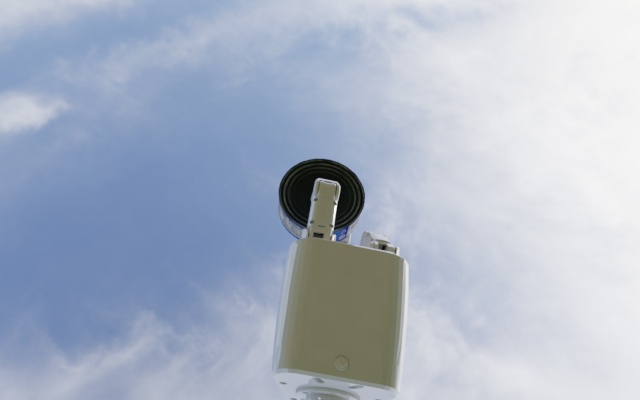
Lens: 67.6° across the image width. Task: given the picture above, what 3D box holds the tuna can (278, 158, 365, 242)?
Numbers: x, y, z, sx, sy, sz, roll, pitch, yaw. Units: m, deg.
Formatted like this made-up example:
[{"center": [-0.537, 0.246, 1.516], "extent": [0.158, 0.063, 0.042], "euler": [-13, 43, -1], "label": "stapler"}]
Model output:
[{"center": [0.000, 0.002, 0.482], "extent": [0.086, 0.086, 0.034], "euler": [0, -32, -7], "label": "tuna can"}]
